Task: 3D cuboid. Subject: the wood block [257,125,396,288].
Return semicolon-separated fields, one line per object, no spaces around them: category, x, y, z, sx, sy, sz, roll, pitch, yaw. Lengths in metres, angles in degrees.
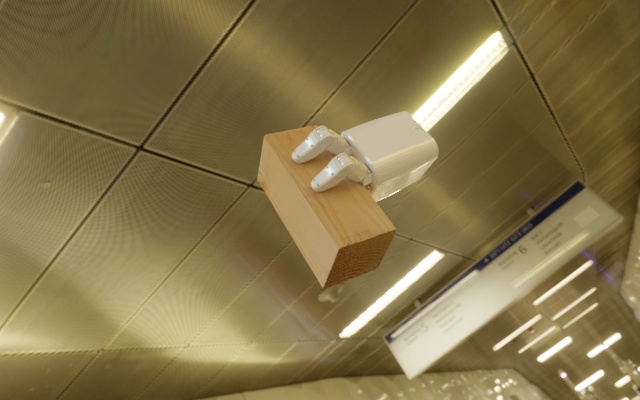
wood block;0.000;0.002;0.652;0.090;0.206;0.091;-16;-36;-27
